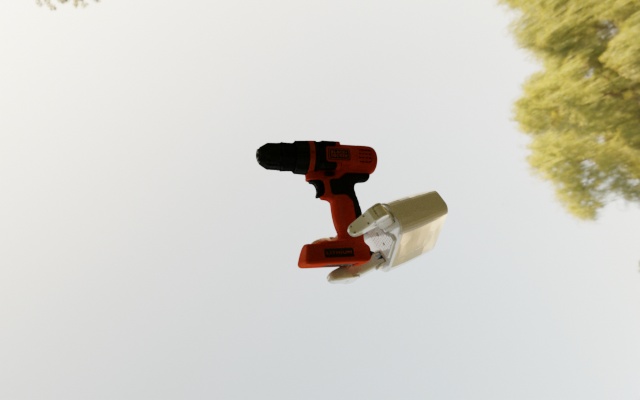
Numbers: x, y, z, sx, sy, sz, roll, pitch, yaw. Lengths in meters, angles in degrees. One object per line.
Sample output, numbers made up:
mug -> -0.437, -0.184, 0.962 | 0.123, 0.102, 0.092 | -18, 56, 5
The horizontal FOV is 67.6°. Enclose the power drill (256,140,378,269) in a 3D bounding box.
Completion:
power drill -> 0.000, 0.003, 0.692 | 0.184, 0.187, 0.057 | 0, -13, -15
